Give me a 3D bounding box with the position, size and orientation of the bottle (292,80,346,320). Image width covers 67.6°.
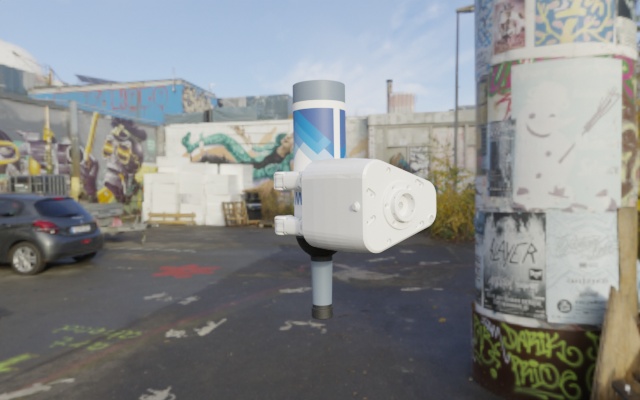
[{"bbox_3d":[0.000,0.002,0.607,0.069,0.296,0.069,-1,2,0],"label":"bottle"}]
